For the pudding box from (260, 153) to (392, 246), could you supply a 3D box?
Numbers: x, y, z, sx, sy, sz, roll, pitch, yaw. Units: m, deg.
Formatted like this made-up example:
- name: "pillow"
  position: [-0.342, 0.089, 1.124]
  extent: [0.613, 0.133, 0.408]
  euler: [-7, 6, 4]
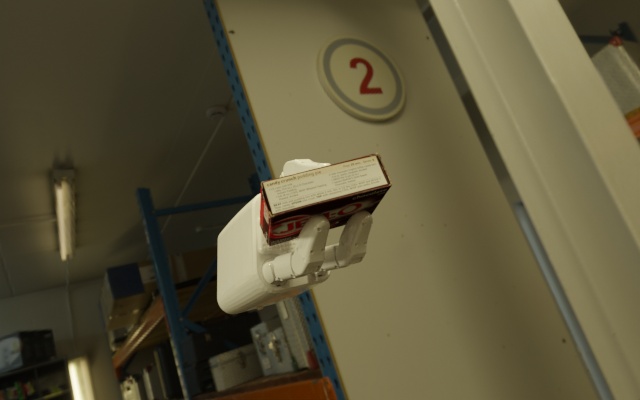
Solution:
- name: "pudding box"
  position: [0.000, 0.001, 0.448]
  extent: [0.113, 0.039, 0.090]
  euler: [-17, -17, -13]
